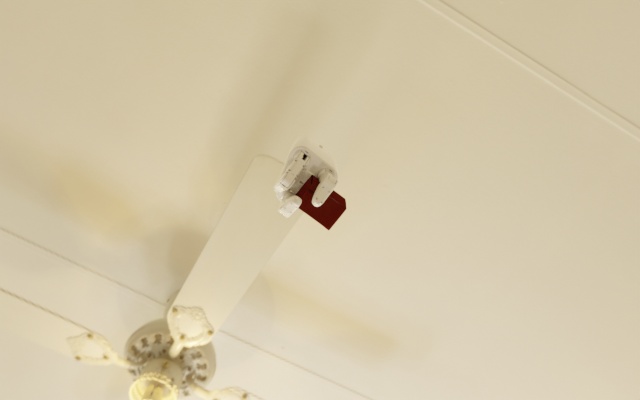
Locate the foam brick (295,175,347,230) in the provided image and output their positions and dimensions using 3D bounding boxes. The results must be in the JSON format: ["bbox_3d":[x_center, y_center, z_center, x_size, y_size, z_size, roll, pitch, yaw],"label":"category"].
[{"bbox_3d":[0.000,0.003,0.833,0.078,0.053,0.051,37,16,-12],"label":"foam brick"}]
